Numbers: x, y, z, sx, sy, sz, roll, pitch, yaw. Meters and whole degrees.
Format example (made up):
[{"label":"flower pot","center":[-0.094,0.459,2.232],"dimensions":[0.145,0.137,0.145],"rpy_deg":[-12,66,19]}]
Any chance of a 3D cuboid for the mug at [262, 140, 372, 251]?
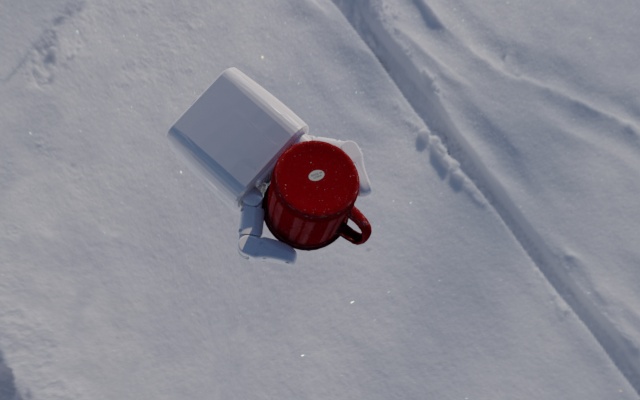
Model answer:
[{"label":"mug","center":[0.001,0.002,0.465],"dimensions":[0.117,0.093,0.081],"rpy_deg":[40,-22,7]}]
